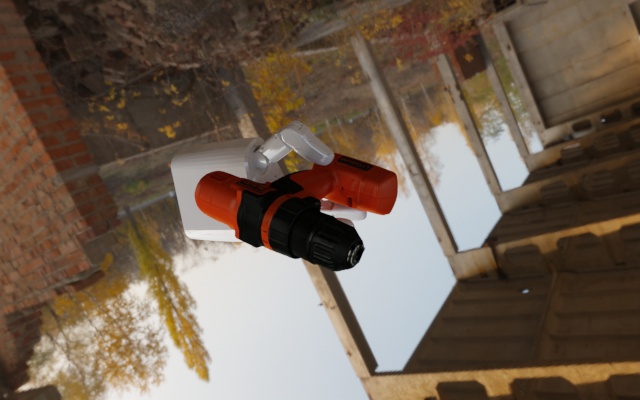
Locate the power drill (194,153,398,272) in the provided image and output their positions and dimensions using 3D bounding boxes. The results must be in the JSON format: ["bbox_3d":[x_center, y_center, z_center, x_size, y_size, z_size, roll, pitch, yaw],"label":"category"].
[{"bbox_3d":[0.000,0.001,0.474,0.184,0.057,0.187,22,23,33],"label":"power drill"}]
